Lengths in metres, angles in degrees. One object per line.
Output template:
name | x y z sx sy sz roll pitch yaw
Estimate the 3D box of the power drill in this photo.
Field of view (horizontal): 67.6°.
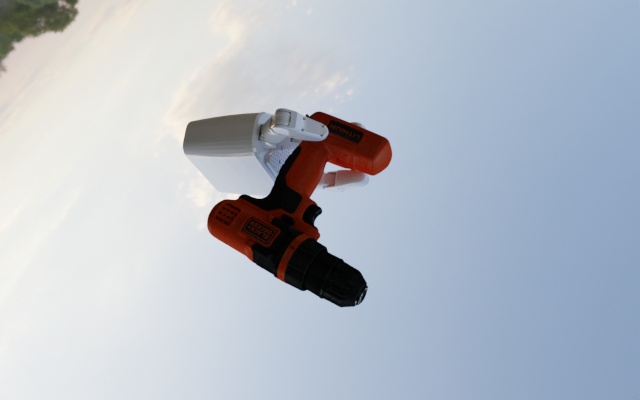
power drill | 0.000 0.001 0.505 0.184 0.187 0.057 27 -26 19
